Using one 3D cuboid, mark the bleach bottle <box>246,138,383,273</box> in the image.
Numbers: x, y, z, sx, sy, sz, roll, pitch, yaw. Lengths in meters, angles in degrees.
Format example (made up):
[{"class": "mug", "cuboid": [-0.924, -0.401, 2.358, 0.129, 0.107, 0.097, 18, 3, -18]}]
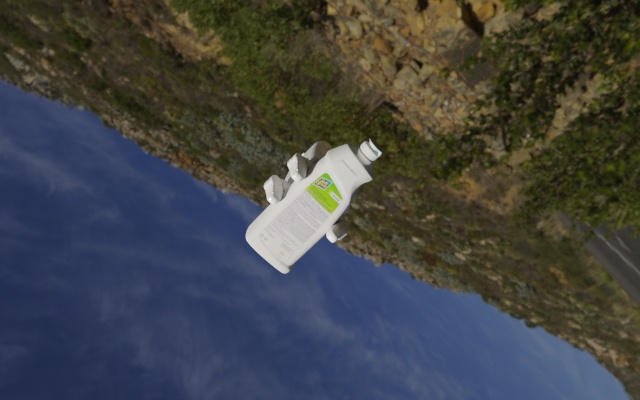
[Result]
[{"class": "bleach bottle", "cuboid": [0.000, 0.002, 0.744, 0.251, 0.102, 0.068, -41, 16, 21]}]
